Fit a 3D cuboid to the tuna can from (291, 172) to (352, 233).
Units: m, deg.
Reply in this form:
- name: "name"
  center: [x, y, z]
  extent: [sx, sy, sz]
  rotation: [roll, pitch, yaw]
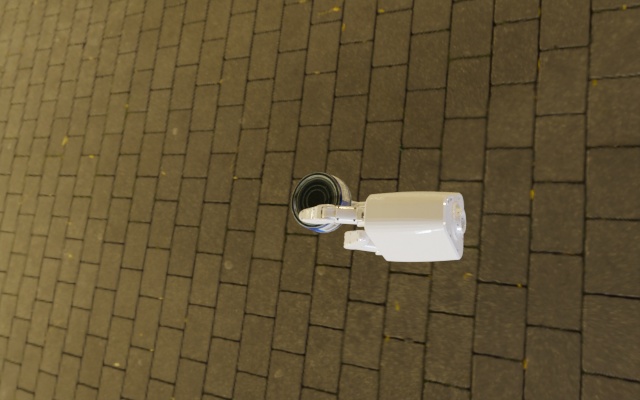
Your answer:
- name: "tuna can"
  center: [0.000, 0.002, 0.695]
  extent: [0.086, 0.086, 0.034]
  rotation: [0, -11, 32]
